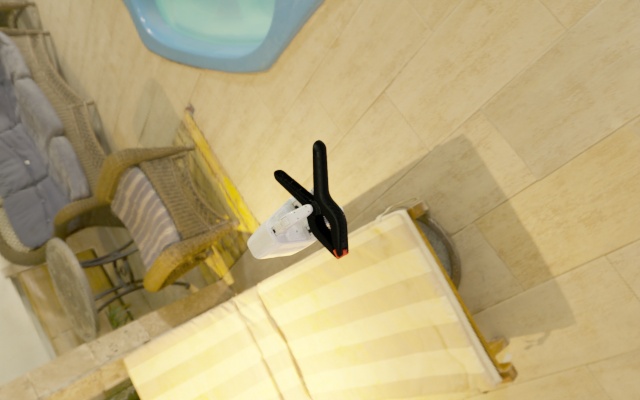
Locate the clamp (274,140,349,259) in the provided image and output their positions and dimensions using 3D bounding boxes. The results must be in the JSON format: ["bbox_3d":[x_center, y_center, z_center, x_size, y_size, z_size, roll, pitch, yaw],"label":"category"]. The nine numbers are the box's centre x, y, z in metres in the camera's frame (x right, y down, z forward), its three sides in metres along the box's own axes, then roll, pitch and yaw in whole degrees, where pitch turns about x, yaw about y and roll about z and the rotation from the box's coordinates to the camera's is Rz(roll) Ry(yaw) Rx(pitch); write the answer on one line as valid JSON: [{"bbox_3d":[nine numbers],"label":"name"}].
[{"bbox_3d":[0.000,0.004,0.858,0.036,0.210,0.165,-24,-9,-36],"label":"clamp"}]
